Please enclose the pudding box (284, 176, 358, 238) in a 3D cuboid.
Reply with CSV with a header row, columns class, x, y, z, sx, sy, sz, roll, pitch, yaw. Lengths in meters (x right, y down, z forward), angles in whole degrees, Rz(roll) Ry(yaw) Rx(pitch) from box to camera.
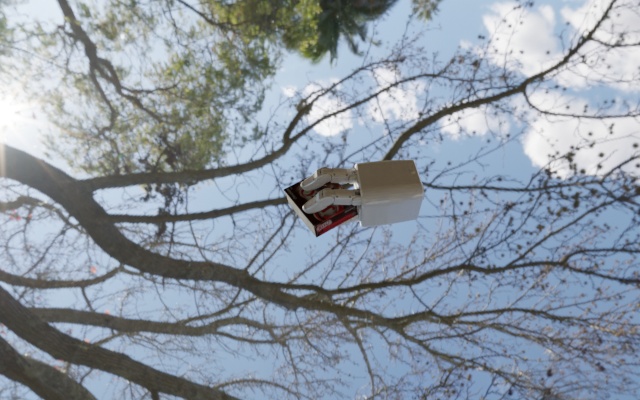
class,x,y,z,sx,sy,sz,roll,pitch,yaw
pudding box,0.000,0.003,0.859,0.090,0.039,0.113,-28,48,-18
